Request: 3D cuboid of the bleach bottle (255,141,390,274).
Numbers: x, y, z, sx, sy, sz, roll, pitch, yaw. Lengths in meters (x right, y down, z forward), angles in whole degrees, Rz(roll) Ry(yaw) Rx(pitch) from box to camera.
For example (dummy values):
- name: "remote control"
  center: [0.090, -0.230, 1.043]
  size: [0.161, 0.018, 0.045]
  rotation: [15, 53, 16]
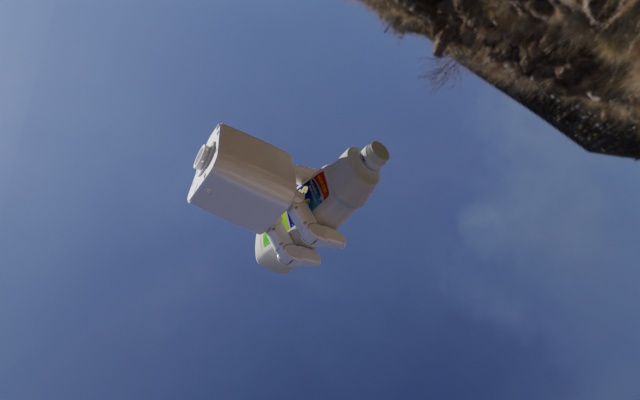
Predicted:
- name: "bleach bottle"
  center: [0.000, 0.002, 0.640]
  size: [0.068, 0.102, 0.251]
  rotation: [24, -46, -24]
